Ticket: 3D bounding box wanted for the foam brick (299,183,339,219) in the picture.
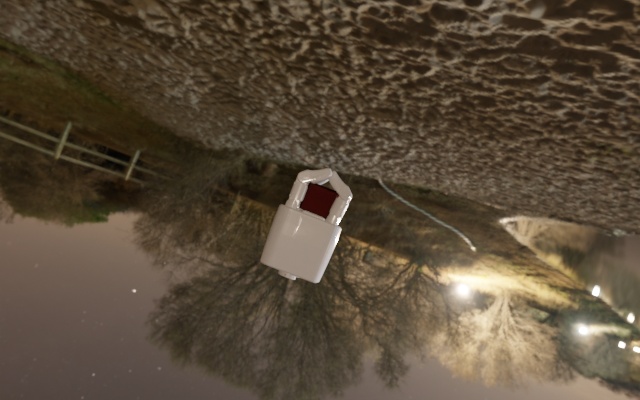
[{"bbox_3d":[0.000,0.003,0.859,0.053,0.051,0.078,21,-3,11],"label":"foam brick"}]
